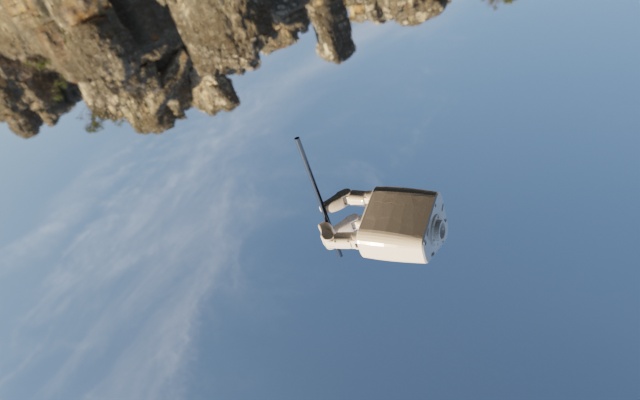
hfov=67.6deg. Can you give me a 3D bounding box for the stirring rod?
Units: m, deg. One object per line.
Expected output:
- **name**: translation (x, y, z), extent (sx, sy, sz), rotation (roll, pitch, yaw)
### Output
- **stirring rod**: translation (0.000, 0.002, 0.772), extent (0.011, 0.240, 0.011), rotation (-14, 33, 10)
